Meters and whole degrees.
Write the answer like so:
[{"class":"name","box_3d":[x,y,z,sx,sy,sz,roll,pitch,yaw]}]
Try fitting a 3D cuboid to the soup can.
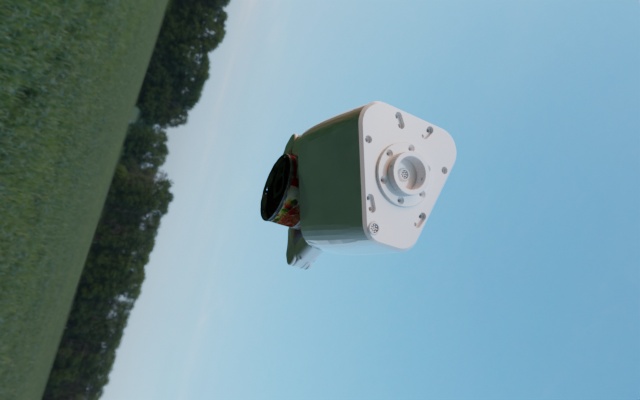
[{"class":"soup can","box_3d":[0.000,0.002,0.478,0.102,0.068,0.068,18,-8,-23]}]
